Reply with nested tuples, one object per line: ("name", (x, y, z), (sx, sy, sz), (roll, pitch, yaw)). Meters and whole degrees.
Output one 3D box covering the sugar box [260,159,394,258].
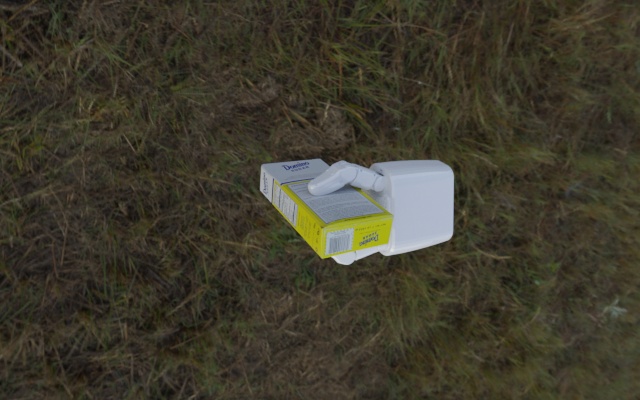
("sugar box", (0.000, 0.002, 0.592), (0.093, 0.048, 0.176), (-8, 27, -27))
